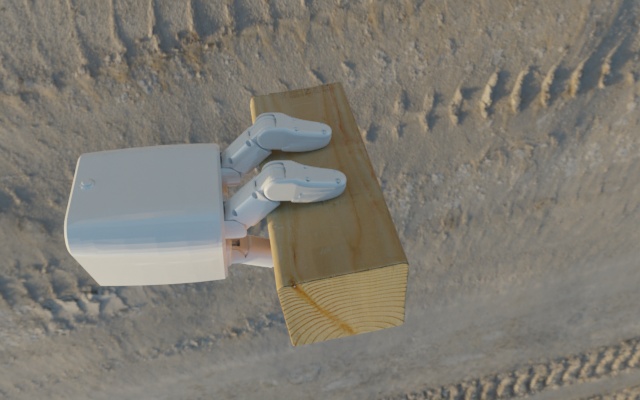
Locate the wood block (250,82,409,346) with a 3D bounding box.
[{"bbox_3d":[0.000,0.002,0.405,0.090,0.206,0.091,-11,-41,-3],"label":"wood block"}]
